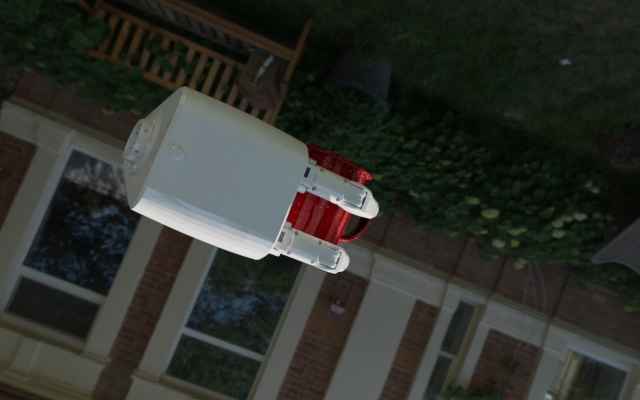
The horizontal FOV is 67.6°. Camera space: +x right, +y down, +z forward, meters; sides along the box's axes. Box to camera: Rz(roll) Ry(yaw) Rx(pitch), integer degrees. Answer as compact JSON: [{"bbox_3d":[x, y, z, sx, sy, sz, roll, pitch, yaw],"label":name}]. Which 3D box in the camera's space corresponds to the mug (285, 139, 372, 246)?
[{"bbox_3d":[0.001,0.002,0.460,0.117,0.081,0.093,25,-5,-31],"label":"mug"}]
